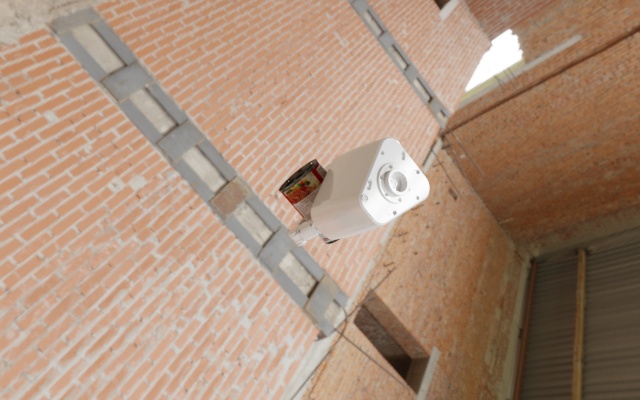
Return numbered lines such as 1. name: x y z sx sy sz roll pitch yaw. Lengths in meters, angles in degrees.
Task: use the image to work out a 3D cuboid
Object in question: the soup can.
1. soup can: 0.000 0.003 0.668 0.068 0.102 0.068 -38 13 10
